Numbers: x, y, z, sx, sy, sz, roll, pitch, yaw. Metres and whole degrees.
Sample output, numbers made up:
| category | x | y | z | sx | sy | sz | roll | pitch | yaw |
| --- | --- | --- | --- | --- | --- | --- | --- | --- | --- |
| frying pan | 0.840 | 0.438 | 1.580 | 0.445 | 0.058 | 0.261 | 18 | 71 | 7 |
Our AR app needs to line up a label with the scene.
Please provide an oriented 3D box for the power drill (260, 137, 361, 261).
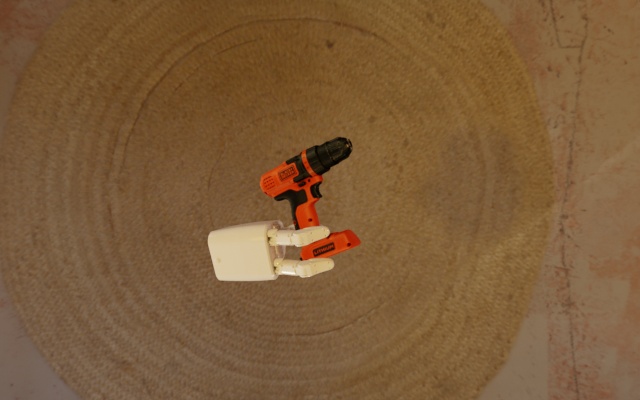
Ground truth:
| category | x | y | z | sx | sy | sz | roll | pitch | yaw |
| --- | --- | --- | --- | --- | --- | --- | --- | --- | --- |
| power drill | 0.000 | 0.003 | 0.824 | 0.184 | 0.187 | 0.057 | -25 | -8 | 26 |
